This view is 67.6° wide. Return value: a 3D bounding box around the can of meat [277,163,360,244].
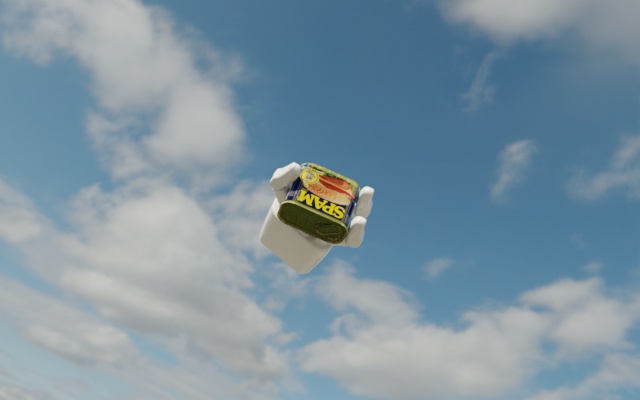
[{"bbox_3d":[0.000,0.002,0.694,0.102,0.084,0.057,24,-37,-3],"label":"can of meat"}]
